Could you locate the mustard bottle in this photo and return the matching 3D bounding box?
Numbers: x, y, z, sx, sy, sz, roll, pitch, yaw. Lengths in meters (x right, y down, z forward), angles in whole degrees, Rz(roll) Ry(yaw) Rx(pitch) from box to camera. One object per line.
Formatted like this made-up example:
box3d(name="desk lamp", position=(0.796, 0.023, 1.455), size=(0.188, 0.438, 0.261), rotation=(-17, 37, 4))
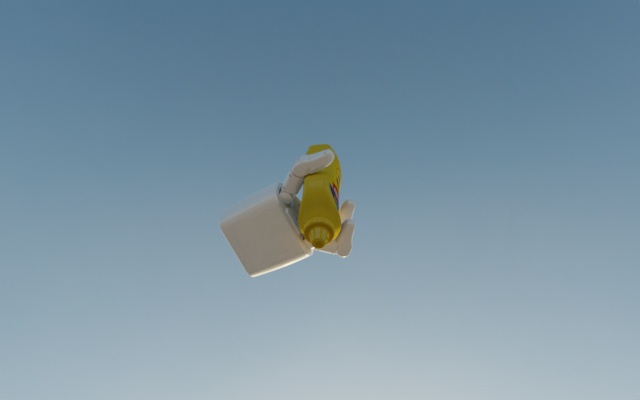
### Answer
box3d(name="mustard bottle", position=(0.000, 0.002, 0.681), size=(0.058, 0.096, 0.191), rotation=(-4, 33, 5))
